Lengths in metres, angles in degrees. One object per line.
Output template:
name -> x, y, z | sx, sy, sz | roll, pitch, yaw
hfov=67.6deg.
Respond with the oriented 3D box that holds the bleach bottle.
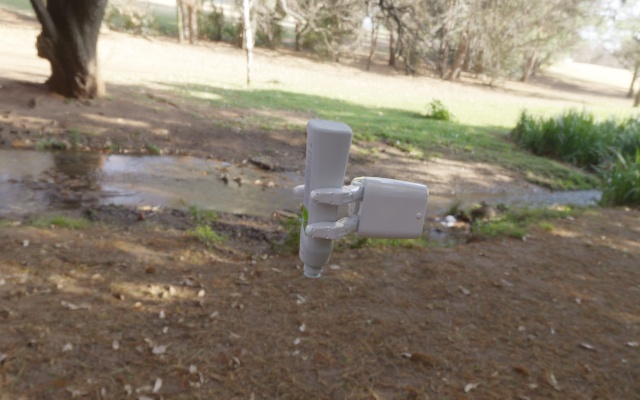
bleach bottle -> 0.000, 0.003, 0.770 | 0.068, 0.251, 0.102 | 5, 18, -8
